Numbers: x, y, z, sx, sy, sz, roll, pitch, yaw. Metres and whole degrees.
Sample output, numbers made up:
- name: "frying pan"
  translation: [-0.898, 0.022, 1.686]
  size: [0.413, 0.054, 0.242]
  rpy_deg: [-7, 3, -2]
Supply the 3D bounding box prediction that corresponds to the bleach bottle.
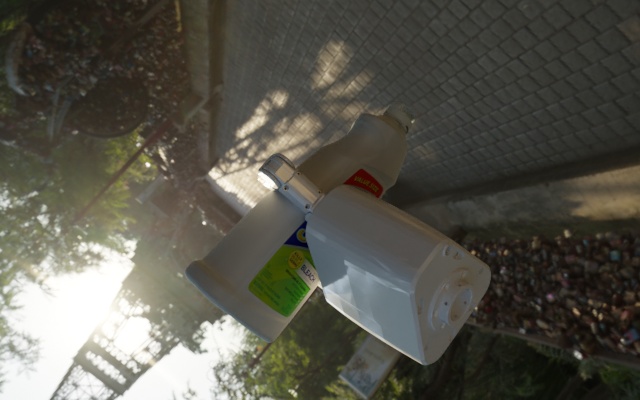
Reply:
- name: "bleach bottle"
  translation: [0.000, 0.002, 0.436]
  size: [0.068, 0.251, 0.103]
  rpy_deg: [27, -18, 43]
